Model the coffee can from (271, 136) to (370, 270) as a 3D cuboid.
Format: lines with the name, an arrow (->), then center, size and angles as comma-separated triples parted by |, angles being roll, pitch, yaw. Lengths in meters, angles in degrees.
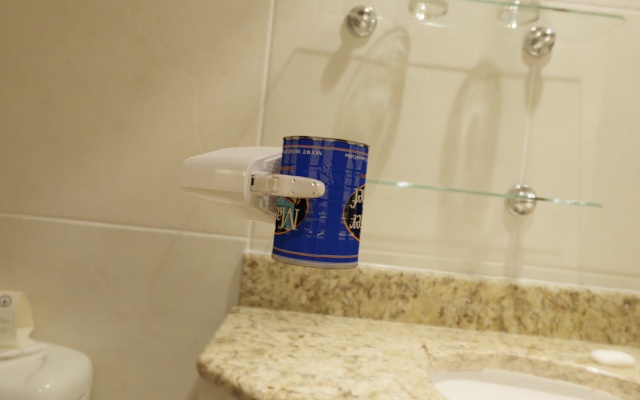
coffee can -> 0.000, 0.002, 0.557 | 0.103, 0.140, 0.103 | 6, 1, 0
